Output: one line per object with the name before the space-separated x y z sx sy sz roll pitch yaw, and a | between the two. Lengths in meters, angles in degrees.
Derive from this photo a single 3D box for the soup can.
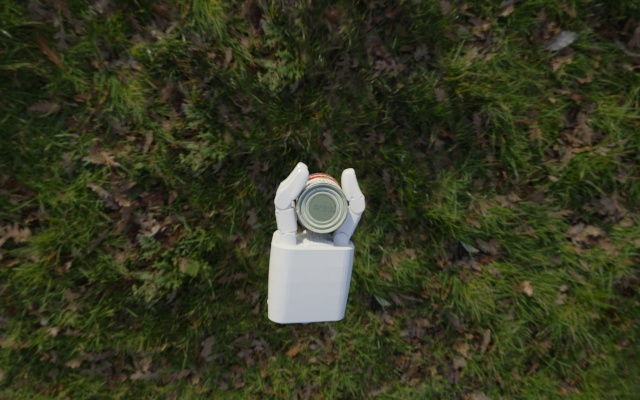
soup can | 0.000 0.002 0.650 0.068 0.068 0.102 0 10 -2
